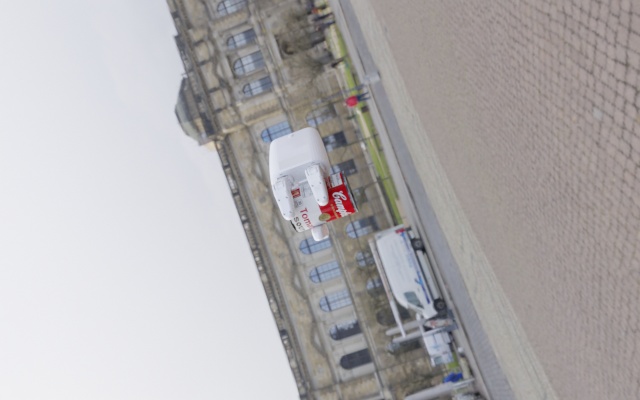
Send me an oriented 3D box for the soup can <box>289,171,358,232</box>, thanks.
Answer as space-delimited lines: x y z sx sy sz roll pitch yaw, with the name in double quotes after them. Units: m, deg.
0.000 0.003 0.747 0.102 0.068 0.068 -20 -2 6 "soup can"
